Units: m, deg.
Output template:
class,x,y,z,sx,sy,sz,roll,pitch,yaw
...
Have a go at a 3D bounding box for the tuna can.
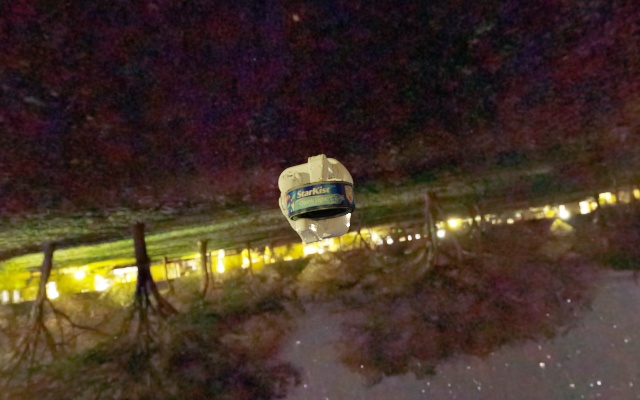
class,x,y,z,sx,sy,sz,roll,pitch,yaw
tuna can,0.000,0.003,0.595,0.086,0.033,0.086,-7,-11,-1
